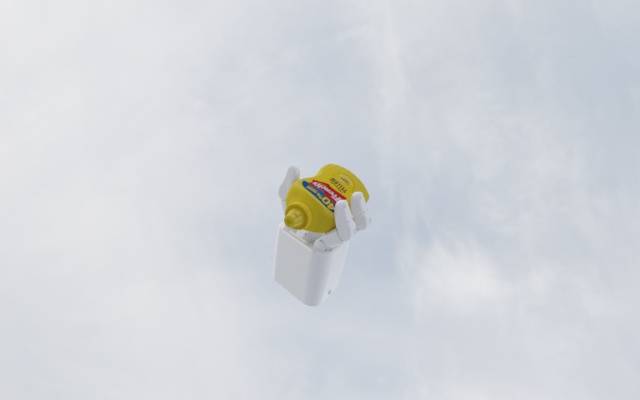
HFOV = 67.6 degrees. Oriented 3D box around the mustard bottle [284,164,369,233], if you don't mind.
[{"bbox_3d":[0.000,0.002,0.751,0.096,0.058,0.191,43,33,10],"label":"mustard bottle"}]
